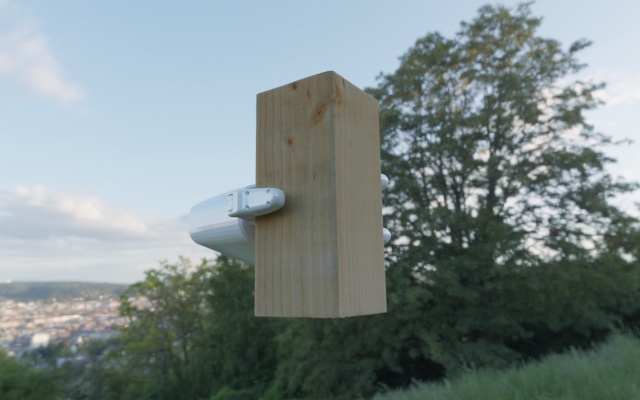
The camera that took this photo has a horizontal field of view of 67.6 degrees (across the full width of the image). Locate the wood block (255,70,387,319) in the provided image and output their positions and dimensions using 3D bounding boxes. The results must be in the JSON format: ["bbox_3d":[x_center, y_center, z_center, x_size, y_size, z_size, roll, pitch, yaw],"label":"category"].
[{"bbox_3d":[0.000,0.001,0.445,0.090,0.206,0.091,-8,-12,34],"label":"wood block"}]
